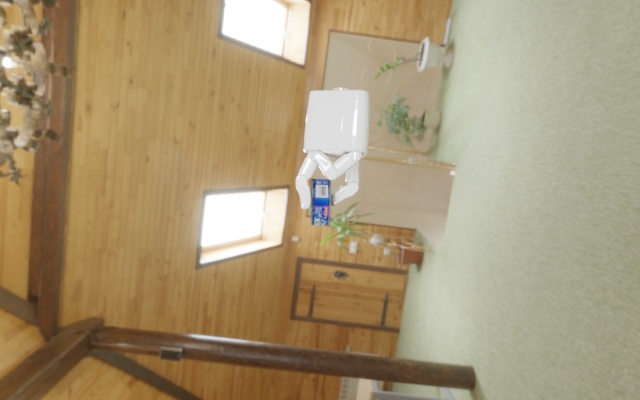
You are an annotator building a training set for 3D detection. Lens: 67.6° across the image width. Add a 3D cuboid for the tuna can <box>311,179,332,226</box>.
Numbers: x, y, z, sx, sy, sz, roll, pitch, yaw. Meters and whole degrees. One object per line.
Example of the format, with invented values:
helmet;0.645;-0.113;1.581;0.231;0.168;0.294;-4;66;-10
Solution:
tuna can;0.000;0.003;0.862;0.034;0.086;0.086;1;0;-3
